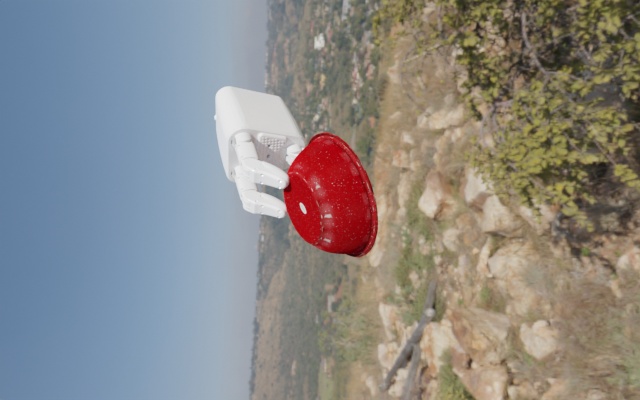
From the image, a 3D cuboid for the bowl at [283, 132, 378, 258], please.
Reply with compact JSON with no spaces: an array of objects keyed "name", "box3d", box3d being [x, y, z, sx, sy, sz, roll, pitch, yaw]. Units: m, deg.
[{"name":"bowl","box3d":[0.000,0.003,0.581,0.055,0.162,0.162,-20,9,-27]}]
